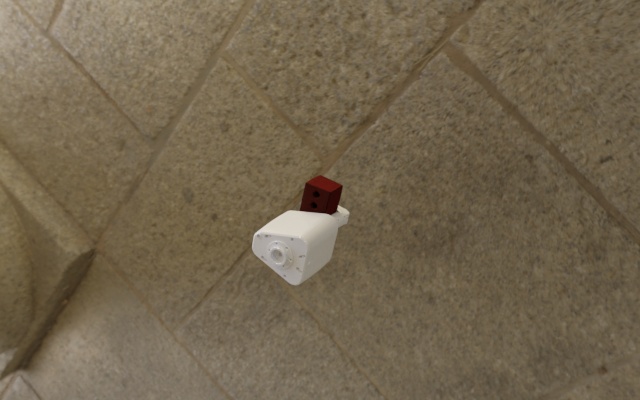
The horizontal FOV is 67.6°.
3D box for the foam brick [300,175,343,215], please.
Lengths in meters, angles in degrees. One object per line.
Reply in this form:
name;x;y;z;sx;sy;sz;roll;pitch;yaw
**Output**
foam brick;0.000;0.003;0.871;0.053;0.078;0.051;23;26;23
